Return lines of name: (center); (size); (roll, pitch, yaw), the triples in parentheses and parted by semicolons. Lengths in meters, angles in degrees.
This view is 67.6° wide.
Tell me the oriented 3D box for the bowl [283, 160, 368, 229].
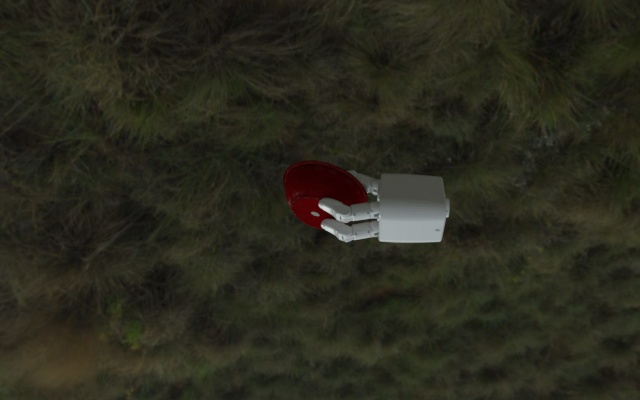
bowl: (-0.001, 0.003, 0.852); (0.162, 0.055, 0.162); (15, -35, 10)
